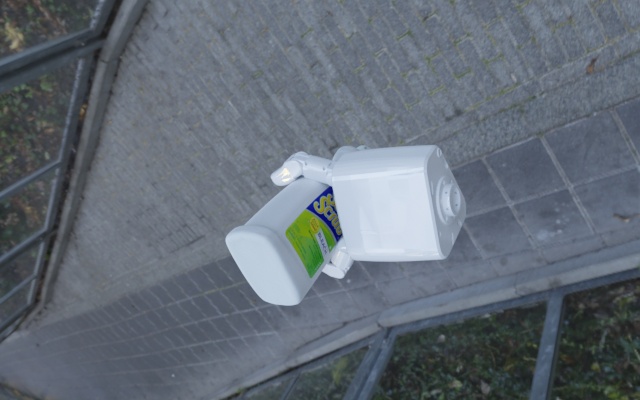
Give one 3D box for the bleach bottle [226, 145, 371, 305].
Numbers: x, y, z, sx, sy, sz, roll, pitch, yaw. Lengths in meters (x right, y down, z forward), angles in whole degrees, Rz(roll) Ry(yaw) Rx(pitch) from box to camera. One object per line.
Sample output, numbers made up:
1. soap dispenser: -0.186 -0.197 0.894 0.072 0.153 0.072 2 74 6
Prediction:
1. bleach bottle: 0.000 0.002 0.564 0.068 0.103 0.250 -4 33 37
